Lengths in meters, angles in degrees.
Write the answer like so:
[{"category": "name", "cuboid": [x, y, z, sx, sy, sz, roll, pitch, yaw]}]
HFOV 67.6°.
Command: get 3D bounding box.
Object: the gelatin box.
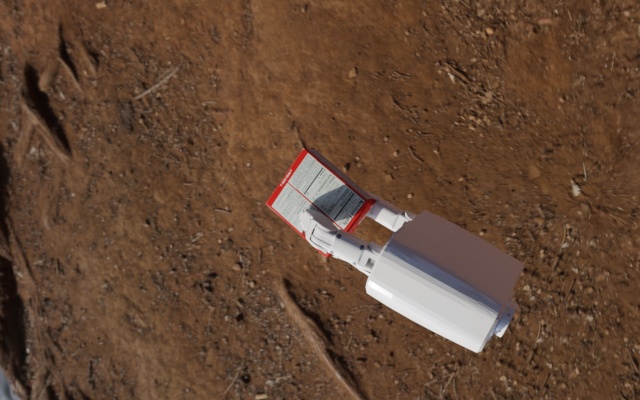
[{"category": "gelatin box", "cuboid": [0.000, 0.001, 0.482, 0.089, 0.073, 0.030, 40, 18, 15]}]
